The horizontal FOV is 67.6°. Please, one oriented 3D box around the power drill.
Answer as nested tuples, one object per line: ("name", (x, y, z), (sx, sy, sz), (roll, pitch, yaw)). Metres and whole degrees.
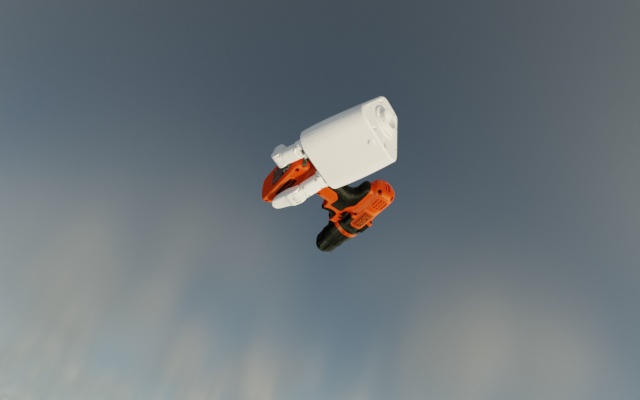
("power drill", (0.000, 0.002, 0.793), (0.188, 0.057, 0.184), (27, -53, -26))
